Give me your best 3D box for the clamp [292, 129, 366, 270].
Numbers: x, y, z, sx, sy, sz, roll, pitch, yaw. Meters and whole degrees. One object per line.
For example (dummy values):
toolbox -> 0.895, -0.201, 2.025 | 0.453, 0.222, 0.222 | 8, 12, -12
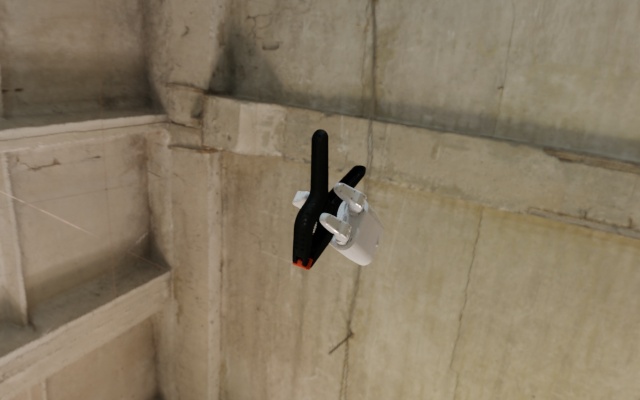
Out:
clamp -> -0.001, 0.003, 0.752 | 0.036, 0.210, 0.165 | 15, -16, 33
